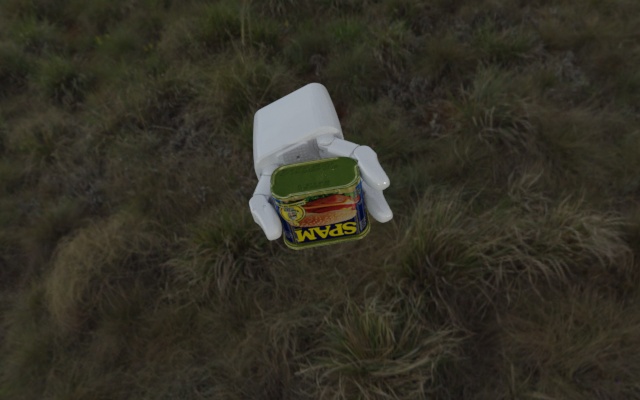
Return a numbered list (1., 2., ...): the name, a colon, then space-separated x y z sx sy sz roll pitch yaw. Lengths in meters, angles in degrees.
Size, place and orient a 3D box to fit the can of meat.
1. can of meat: 0.000 0.002 0.532 0.102 0.057 0.084 -9 -45 4
